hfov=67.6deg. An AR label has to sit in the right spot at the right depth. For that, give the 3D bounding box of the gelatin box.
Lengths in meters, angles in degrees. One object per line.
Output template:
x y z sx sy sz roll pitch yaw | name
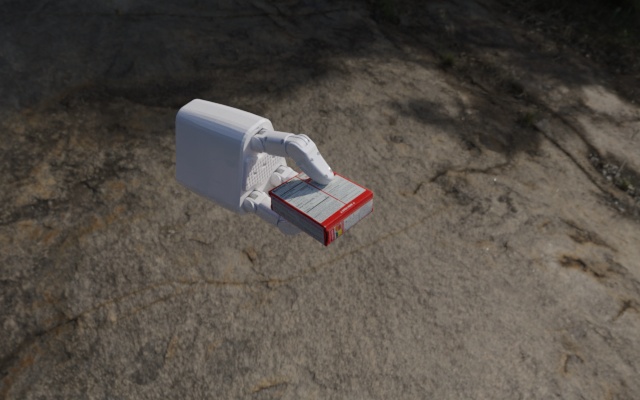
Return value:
0.000 0.001 0.511 0.089 0.030 0.073 30 50 35 | gelatin box
